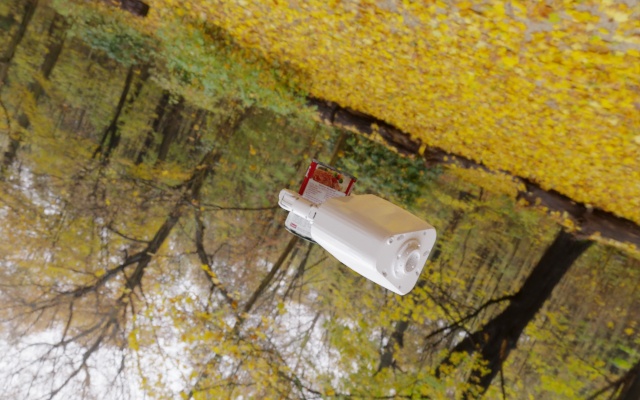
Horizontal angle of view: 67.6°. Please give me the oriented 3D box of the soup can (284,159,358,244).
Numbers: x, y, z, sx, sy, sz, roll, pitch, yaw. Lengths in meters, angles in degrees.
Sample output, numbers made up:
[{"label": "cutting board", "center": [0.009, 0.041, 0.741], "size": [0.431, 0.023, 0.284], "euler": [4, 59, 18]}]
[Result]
[{"label": "soup can", "center": [0.000, 0.002, 0.656], "size": [0.068, 0.102, 0.068], "euler": [23, 5, -2]}]
